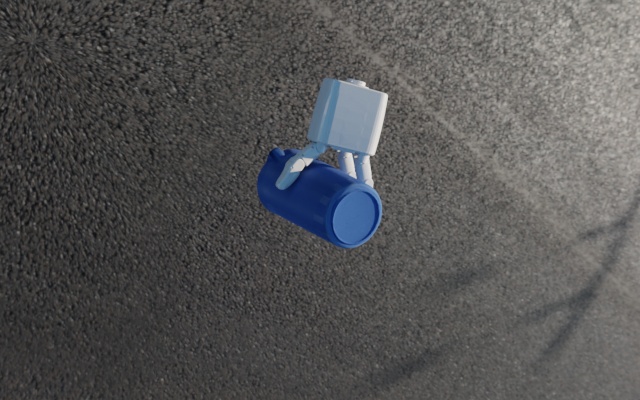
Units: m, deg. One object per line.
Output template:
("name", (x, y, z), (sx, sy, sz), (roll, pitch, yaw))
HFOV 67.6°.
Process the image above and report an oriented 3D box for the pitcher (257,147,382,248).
("pitcher", (0.000, 0.003, 0.837), (0.149, 0.145, 0.242), (11, 10, -33))
